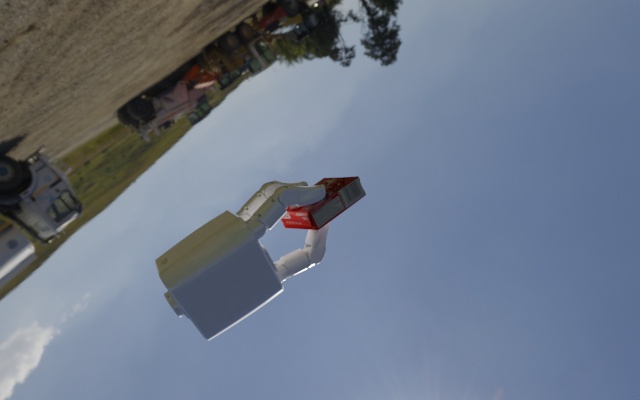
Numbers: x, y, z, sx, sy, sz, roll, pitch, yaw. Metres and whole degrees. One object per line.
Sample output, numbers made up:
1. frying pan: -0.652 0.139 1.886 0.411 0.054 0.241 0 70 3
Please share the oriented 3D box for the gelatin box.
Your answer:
1. gelatin box: 0.001 0.002 0.596 0.089 0.030 0.073 -35 19 -30
